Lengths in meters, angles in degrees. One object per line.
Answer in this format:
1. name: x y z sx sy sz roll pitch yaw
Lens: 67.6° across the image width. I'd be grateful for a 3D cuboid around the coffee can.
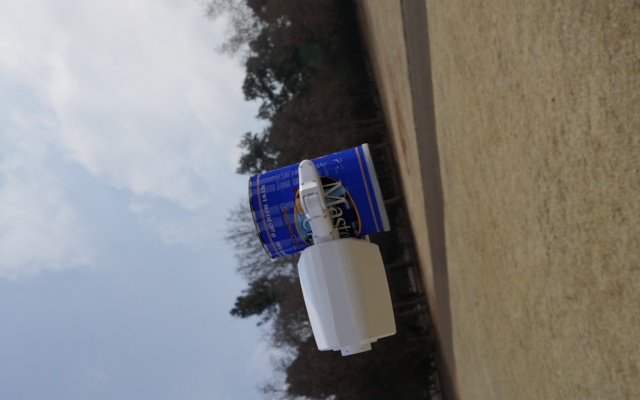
1. coffee can: 0.000 0.002 0.554 0.140 0.103 0.103 -15 -2 6
